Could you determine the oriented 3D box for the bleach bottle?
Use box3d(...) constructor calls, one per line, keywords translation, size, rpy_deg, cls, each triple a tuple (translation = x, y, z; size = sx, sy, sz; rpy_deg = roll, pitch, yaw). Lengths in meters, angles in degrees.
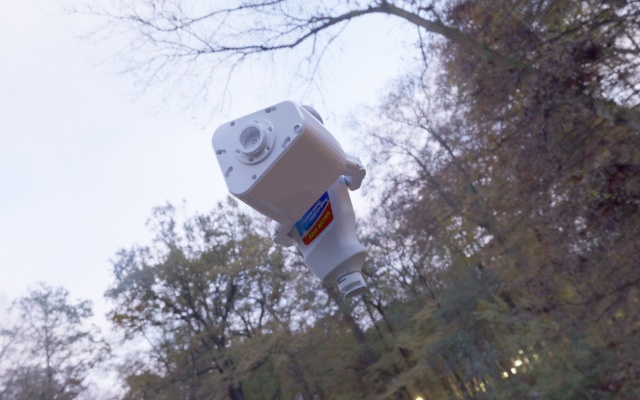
box3d(translation=(0.000, 0.002, 0.612), size=(0.102, 0.250, 0.068), rpy_deg=(-32, -27, 14), cls="bleach bottle")
